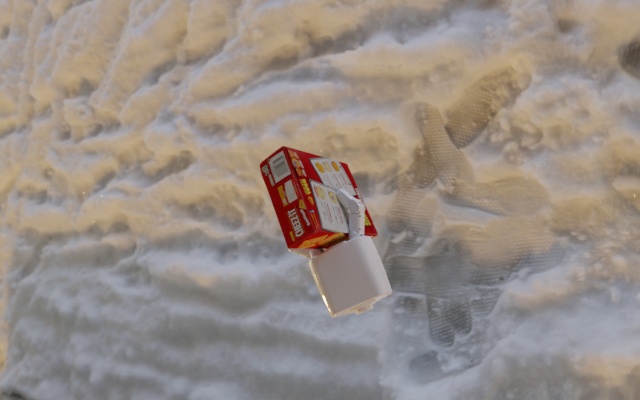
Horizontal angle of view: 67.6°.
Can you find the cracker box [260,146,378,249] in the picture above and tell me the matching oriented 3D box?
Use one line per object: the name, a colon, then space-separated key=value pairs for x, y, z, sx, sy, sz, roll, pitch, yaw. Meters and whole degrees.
cracker box: x=0.000 y=0.003 z=0.869 sx=0.072 sy=0.164 sz=0.214 roll=-32 pitch=-21 yaw=27
